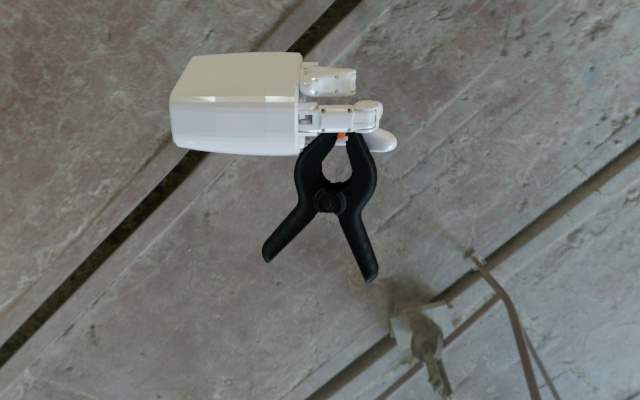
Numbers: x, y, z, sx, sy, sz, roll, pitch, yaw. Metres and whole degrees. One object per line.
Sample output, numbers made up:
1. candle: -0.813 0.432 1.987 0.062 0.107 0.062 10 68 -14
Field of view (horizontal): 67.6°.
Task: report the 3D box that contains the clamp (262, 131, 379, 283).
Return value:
1. clamp: 0.000 0.002 0.464 0.120 0.171 0.039 1 20 0
